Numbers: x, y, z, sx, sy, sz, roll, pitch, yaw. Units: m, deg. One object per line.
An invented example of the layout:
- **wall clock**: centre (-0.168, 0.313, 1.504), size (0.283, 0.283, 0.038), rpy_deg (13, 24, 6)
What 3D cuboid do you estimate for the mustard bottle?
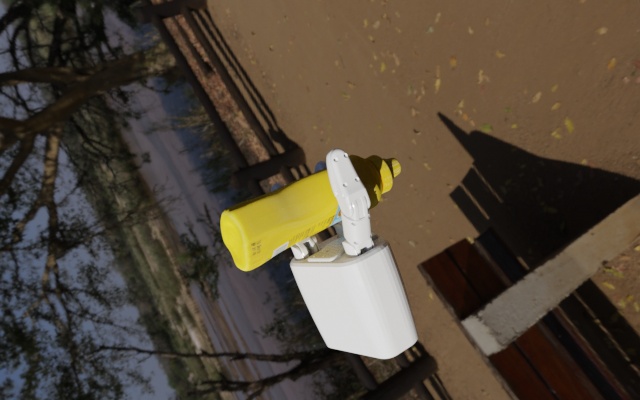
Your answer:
- **mustard bottle**: centre (0.000, 0.001, 0.470), size (0.191, 0.058, 0.096), rpy_deg (-25, -14, -21)
